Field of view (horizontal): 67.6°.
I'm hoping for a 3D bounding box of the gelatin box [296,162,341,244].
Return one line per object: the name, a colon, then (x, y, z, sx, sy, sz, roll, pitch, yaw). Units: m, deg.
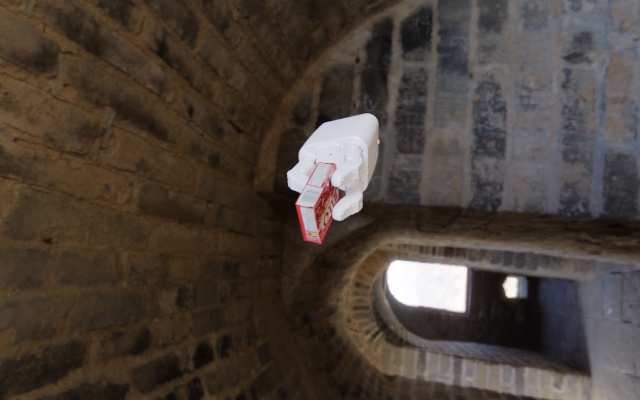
gelatin box: (0.000, 0.002, 0.657, 0.030, 0.073, 0.089, 10, 47, 19)
